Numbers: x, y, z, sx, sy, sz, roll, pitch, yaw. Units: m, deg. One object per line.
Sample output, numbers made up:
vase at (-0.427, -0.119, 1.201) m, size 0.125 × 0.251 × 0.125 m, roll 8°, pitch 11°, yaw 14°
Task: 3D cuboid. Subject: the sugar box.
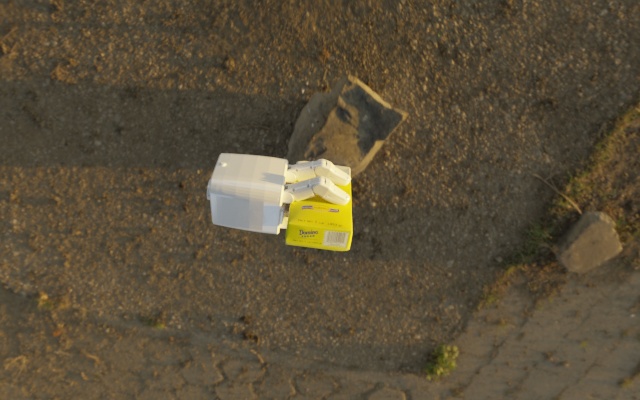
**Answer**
sugar box at (0.000, 0.002, 0.735) m, size 0.093 × 0.048 × 0.176 m, roll 7°, pitch 37°, yaw -4°
